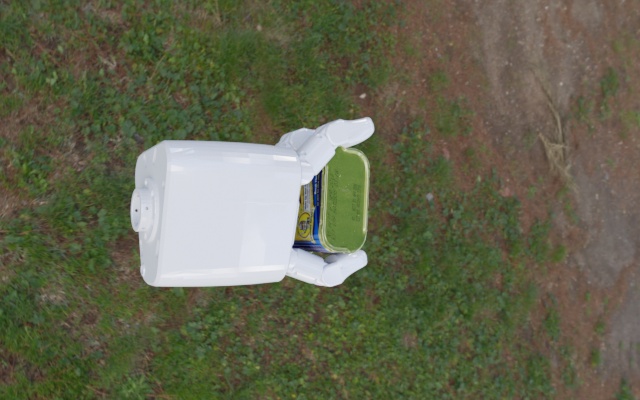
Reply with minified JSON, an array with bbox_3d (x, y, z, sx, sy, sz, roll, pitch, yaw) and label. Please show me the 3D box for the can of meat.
[{"bbox_3d":[0.000,0.002,0.459,0.057,0.102,0.084,6,-7,-34],"label":"can of meat"}]
